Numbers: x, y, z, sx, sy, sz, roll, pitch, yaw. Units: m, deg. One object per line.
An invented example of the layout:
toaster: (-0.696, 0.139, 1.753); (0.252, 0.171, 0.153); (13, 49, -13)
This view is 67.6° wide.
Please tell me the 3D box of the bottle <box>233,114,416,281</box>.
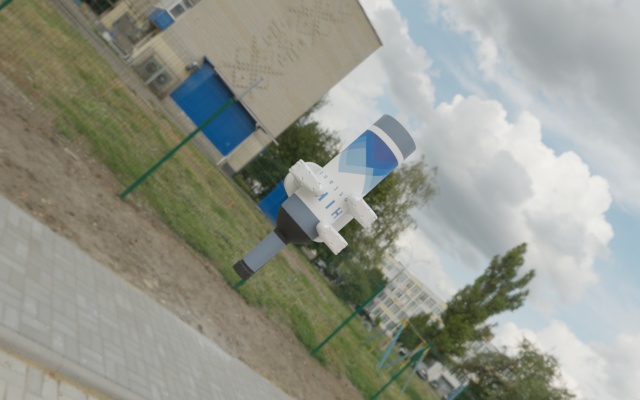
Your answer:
bottle: (0.000, 0.002, 0.655); (0.295, 0.069, 0.069); (-41, 3, -4)
